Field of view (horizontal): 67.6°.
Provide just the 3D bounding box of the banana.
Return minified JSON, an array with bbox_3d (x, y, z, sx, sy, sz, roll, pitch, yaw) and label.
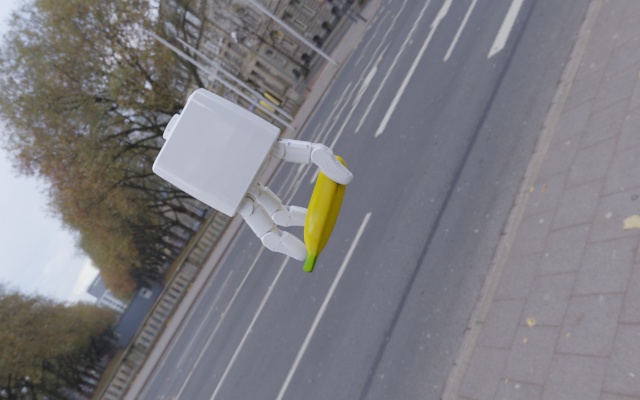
[{"bbox_3d":[0.007,-0.007,0.601,0.037,0.197,0.070,25,-45,-8],"label":"banana"}]
